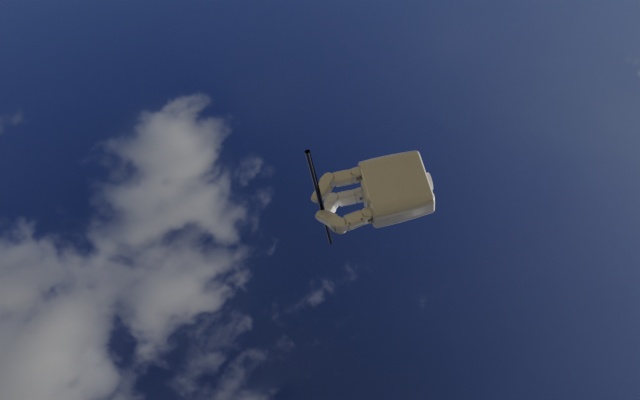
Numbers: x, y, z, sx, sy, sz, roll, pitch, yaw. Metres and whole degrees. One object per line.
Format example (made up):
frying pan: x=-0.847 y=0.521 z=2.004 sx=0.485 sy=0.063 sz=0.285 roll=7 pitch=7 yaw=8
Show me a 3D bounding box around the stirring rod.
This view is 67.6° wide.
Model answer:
stirring rod: x=0.000 y=0.003 z=0.801 sx=0.011 sy=0.011 sz=0.240 roll=0 pitch=-39 yaw=12
